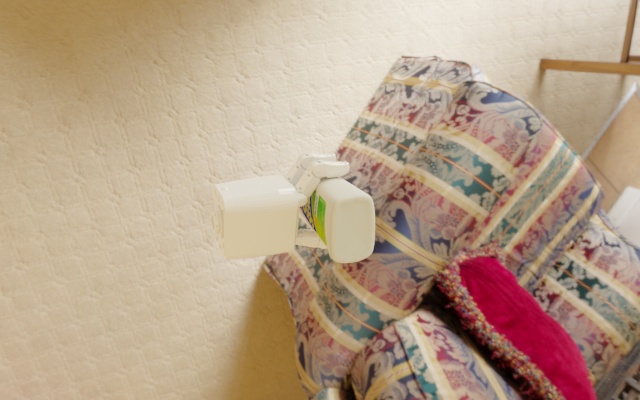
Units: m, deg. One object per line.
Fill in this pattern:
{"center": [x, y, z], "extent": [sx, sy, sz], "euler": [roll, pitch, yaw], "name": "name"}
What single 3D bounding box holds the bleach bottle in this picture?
{"center": [0.000, 0.002, 0.749], "extent": [0.068, 0.102, 0.250], "euler": [-7, 19, -20], "name": "bleach bottle"}
